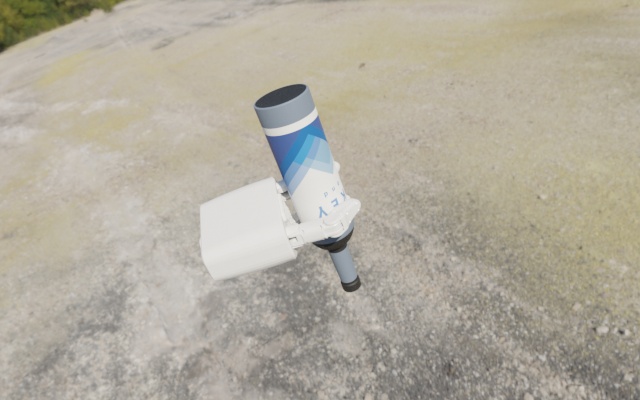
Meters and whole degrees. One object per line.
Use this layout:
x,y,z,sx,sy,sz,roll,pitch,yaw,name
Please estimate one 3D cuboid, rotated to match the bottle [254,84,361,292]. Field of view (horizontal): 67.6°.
0.000,0.002,0.611,0.069,0.296,0.069,-15,30,9,bottle
